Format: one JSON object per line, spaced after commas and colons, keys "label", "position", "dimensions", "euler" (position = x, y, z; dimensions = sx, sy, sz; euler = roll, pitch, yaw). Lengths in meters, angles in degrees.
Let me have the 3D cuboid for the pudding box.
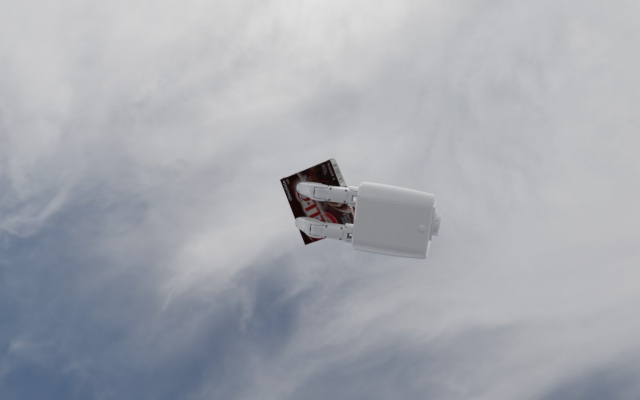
{"label": "pudding box", "position": [0.000, 0.002, 0.738], "dimensions": [0.090, 0.113, 0.039], "euler": [-21, 0, 20]}
